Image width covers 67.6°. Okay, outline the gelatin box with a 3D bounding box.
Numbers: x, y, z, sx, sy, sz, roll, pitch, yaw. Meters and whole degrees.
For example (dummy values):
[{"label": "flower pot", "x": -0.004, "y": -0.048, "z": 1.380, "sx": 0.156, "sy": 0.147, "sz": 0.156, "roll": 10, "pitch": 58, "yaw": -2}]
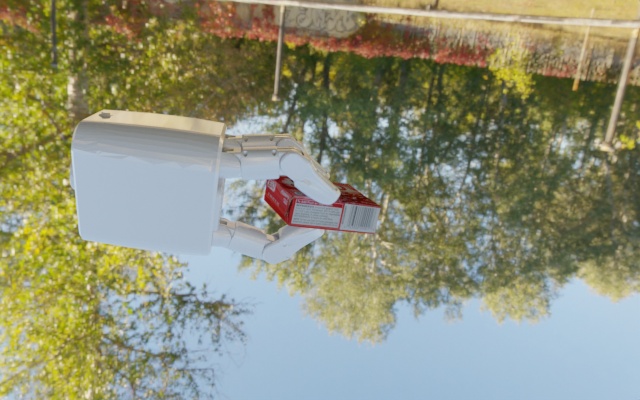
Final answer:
[{"label": "gelatin box", "x": 0.000, "y": 0.002, "z": 0.442, "sx": 0.089, "sy": 0.030, "sz": 0.073, "roll": 7, "pitch": 15, "yaw": -24}]
